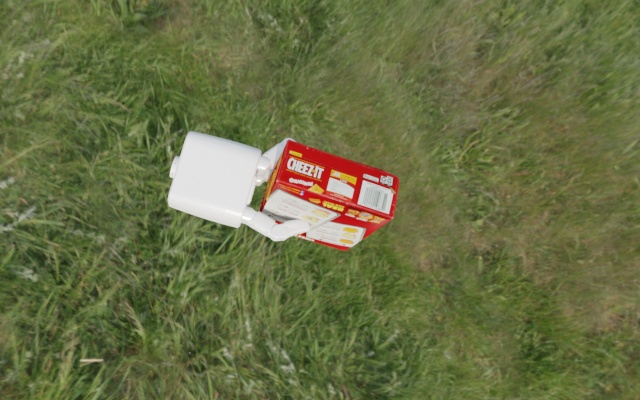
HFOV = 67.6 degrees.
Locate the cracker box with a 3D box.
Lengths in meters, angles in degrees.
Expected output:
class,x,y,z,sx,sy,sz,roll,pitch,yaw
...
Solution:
class,x,y,z,sx,sy,sz,roll,pitch,yaw
cracker box,0.000,0.002,0.716,0.164,0.072,0.214,17,-21,-9
